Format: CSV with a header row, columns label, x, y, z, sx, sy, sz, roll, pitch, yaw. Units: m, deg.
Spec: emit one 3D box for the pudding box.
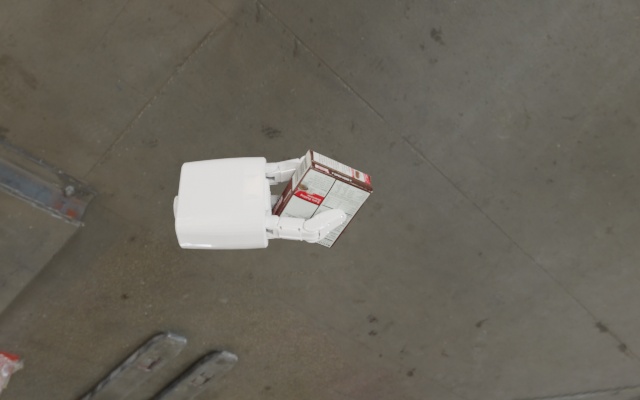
label,x,y,z,sx,sy,sz,roll,pitch,yaw
pudding box,0.000,0.002,0.611,0.090,0.113,0.039,21,37,-19
